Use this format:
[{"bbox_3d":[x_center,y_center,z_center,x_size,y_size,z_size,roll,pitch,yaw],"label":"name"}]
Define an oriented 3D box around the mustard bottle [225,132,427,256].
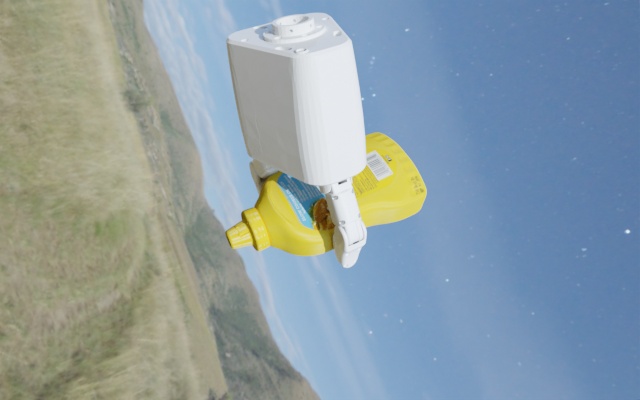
[{"bbox_3d":[0.000,0.002,0.466,0.191,0.096,0.058,-22,-29,-18],"label":"mustard bottle"}]
